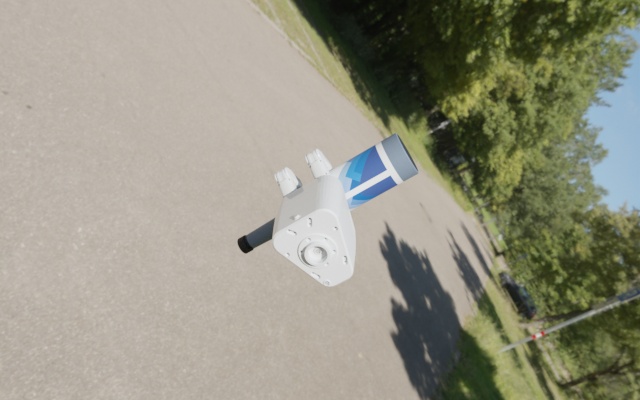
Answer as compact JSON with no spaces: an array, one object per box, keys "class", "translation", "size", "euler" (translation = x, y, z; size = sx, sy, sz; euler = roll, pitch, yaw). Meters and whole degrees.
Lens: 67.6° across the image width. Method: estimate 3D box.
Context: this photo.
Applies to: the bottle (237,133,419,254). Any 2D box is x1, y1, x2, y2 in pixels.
[{"class":"bottle","translation":[0.000,0.002,0.716],"size":[0.296,0.069,0.069],"euler":[-30,-9,15]}]
